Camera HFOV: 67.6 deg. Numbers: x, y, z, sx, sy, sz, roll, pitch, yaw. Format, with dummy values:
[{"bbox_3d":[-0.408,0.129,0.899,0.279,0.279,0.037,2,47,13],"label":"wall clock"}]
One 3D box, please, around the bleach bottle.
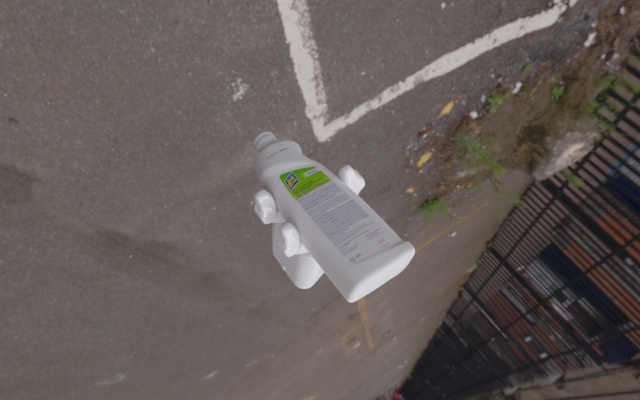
[{"bbox_3d":[0.000,0.002,0.609,0.102,0.250,0.068,-27,-26,-26],"label":"bleach bottle"}]
